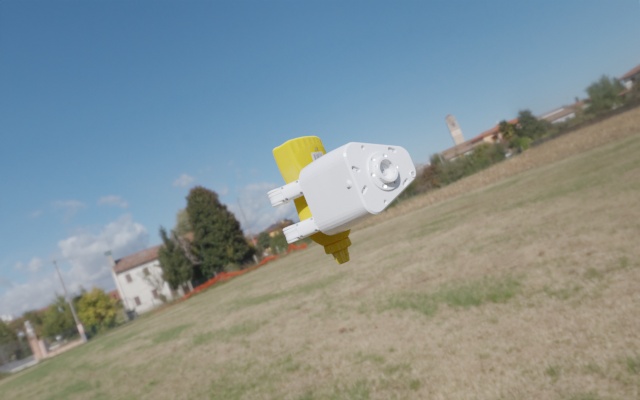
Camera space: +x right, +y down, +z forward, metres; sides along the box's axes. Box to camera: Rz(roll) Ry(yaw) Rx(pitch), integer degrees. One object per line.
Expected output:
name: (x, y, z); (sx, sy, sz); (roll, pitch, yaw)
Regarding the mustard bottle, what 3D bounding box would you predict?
mustard bottle: (0.000, 0.002, 0.706); (0.058, 0.191, 0.096); (-24, -4, 30)
